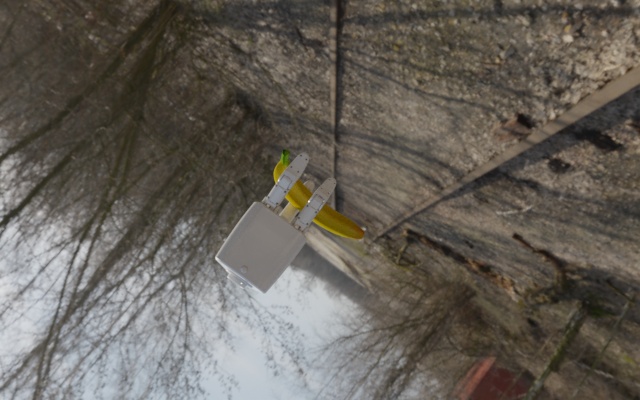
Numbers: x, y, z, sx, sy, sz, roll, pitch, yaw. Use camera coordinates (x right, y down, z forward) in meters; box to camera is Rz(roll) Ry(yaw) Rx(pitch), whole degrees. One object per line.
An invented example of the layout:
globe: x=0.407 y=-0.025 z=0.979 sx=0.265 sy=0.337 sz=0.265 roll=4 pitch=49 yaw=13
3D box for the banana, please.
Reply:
banana: x=-0.012 y=0.003 z=0.779 sx=0.198 sy=0.037 sz=0.069 roll=45 pitch=-29 yaw=-19
